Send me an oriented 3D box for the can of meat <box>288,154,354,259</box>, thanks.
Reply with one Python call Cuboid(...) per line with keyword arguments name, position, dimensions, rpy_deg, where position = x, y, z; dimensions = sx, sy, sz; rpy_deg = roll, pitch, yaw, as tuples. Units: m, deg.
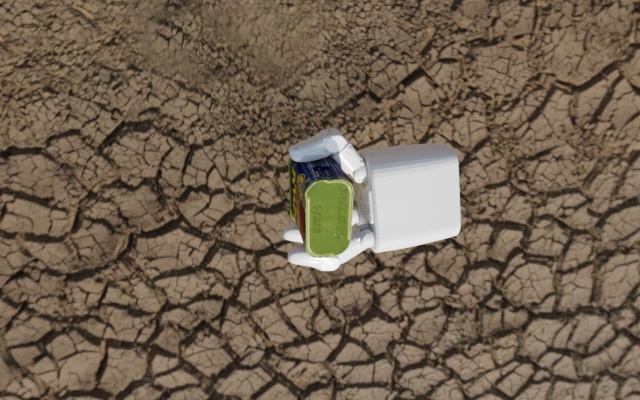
Cuboid(name="can of meat", position=(0.000, 0.002, 0.534), dimensions=(0.057, 0.102, 0.084), rpy_deg=(-6, 29, -12))
